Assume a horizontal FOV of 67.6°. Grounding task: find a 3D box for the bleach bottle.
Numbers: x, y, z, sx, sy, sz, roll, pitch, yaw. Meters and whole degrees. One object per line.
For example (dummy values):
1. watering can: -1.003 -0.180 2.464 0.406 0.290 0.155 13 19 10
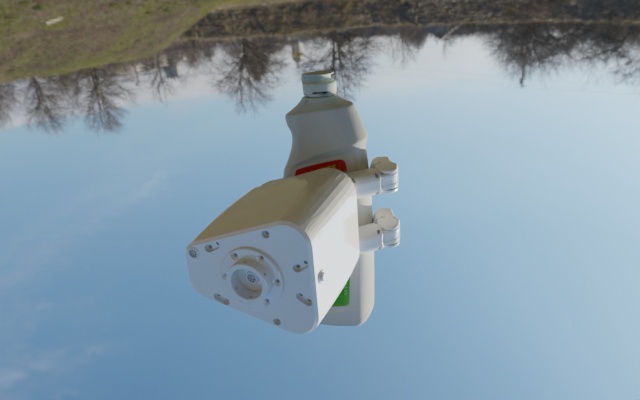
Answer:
1. bleach bottle: 0.000 0.002 0.476 0.102 0.251 0.068 3 23 20
